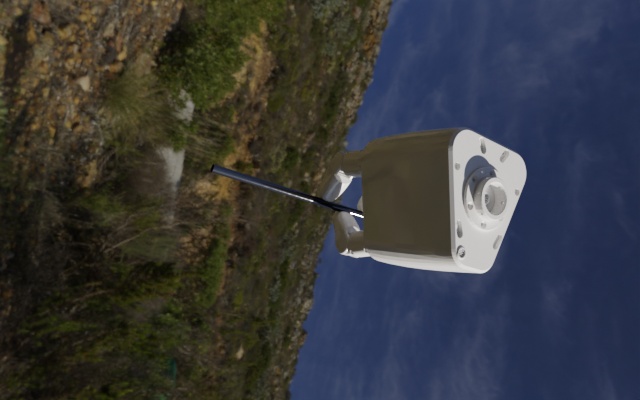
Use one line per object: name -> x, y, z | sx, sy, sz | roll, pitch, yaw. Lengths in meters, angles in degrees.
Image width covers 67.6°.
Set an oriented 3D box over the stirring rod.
stirring rod -> 0.000, 0.002, 0.498 | 0.239, 0.011, 0.011 | 18, -9, -30
